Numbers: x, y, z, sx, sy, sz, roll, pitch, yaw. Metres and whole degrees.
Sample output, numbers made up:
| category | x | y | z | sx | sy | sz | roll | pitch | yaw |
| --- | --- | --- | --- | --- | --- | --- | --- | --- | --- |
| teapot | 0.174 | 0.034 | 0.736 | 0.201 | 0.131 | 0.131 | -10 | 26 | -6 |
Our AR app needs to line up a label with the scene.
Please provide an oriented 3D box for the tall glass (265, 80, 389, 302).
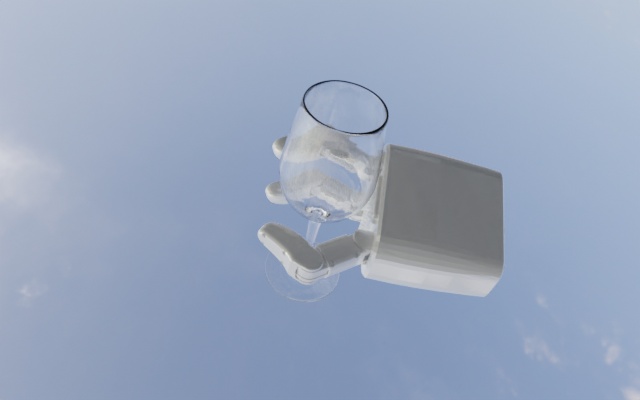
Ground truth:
| category | x | y | z | sx | sy | sz | roll | pitch | yaw |
| --- | --- | --- | --- | --- | --- | --- | --- | --- | --- |
| tall glass | 0.000 | 0.002 | 0.401 | 0.079 | 0.079 | 0.201 | 0 | -42 | -14 |
